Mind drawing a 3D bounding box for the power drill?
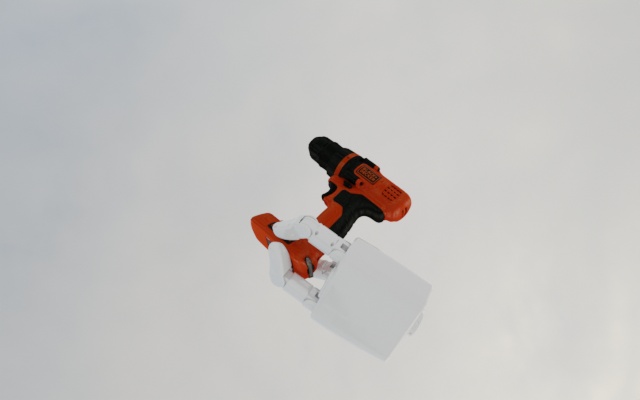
[{"bbox_3d":[0.000,0.003,0.648,0.187,0.057,0.184,-39,57,-20],"label":"power drill"}]
